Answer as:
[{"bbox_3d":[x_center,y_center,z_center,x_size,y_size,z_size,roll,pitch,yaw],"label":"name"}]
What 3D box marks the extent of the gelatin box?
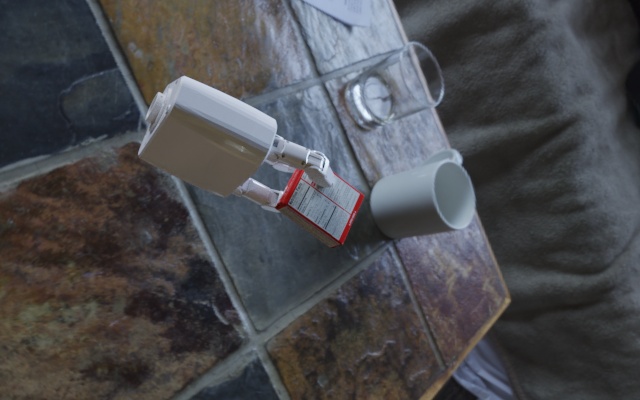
[{"bbox_3d":[0.001,0.002,0.565,0.089,0.073,0.030,36,-29,-18],"label":"gelatin box"}]
